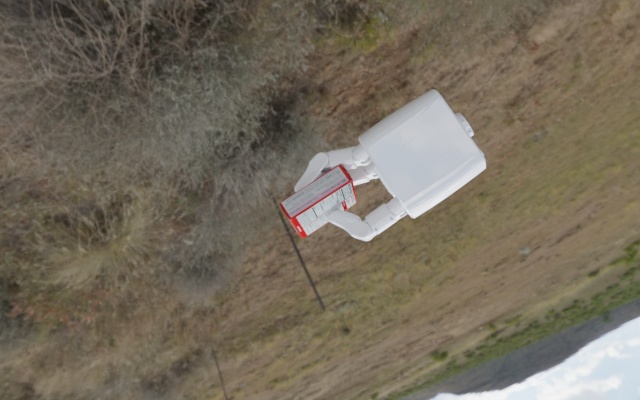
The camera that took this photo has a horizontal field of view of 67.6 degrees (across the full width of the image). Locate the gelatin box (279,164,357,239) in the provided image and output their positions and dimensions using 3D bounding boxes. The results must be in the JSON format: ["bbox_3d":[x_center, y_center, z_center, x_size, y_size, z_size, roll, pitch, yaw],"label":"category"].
[{"bbox_3d":[0.000,0.002,0.585,0.089,0.030,0.073,-34,-23,-4],"label":"gelatin box"}]
